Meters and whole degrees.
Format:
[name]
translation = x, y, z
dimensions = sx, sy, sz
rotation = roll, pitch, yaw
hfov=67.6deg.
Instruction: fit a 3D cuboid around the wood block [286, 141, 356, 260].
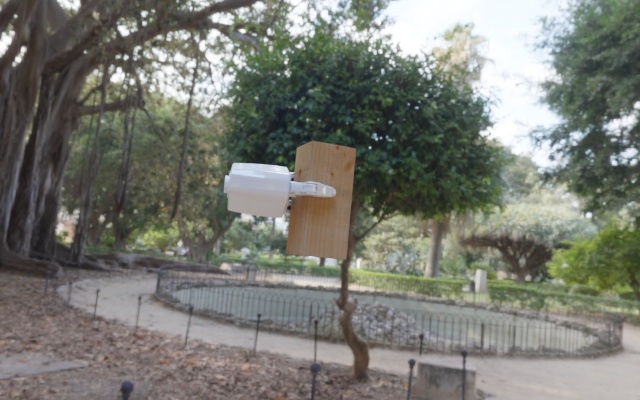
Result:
[wood block]
translation = 0.000, 0.003, 0.895
dimensions = 0.090, 0.206, 0.091
rotation = 8, -6, -22
